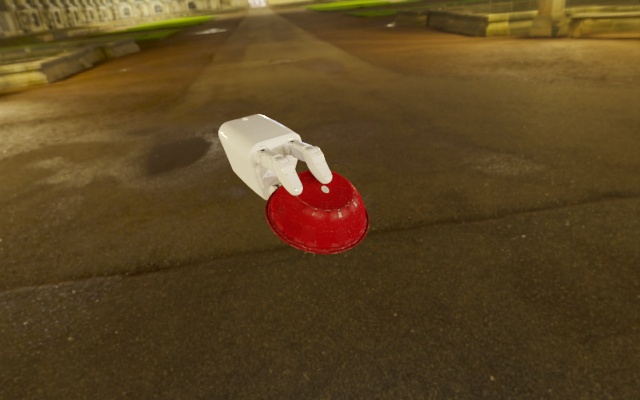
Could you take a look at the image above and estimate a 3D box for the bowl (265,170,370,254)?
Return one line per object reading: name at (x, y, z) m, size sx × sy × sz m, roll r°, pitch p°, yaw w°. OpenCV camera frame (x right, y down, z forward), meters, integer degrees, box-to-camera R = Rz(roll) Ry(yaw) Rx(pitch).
bowl at (0.001, 0.003, 0.716) m, size 0.162 × 0.055 × 0.162 m, roll 7°, pitch 42°, yaw -7°
